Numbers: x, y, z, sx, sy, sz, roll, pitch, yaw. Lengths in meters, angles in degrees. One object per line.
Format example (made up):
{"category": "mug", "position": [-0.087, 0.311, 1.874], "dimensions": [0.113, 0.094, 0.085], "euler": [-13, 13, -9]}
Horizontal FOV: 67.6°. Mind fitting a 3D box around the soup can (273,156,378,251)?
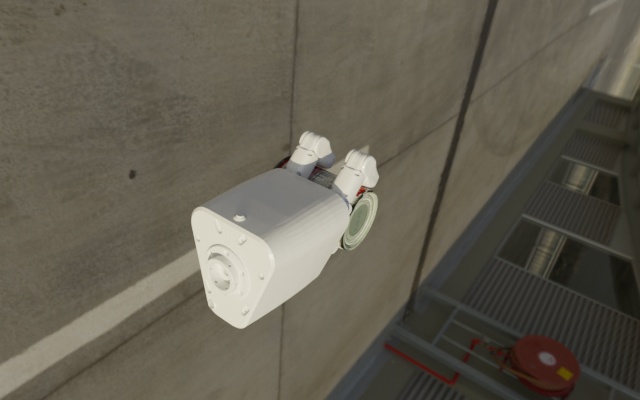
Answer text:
{"category": "soup can", "position": [0.001, 0.002, 0.502], "dimensions": [0.102, 0.068, 0.068], "euler": [25, 12, 27]}
